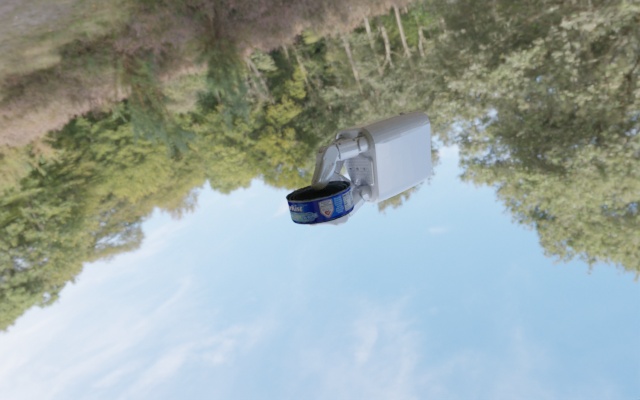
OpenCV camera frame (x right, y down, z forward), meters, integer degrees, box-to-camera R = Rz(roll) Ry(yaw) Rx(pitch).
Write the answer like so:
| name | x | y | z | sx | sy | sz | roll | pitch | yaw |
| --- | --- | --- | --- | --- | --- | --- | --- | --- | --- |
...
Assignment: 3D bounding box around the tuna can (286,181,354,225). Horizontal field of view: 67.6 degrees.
| name | x | y | z | sx | sy | sz | roll | pitch | yaw |
| --- | --- | --- | --- | --- | --- | --- | --- | --- | --- |
| tuna can | 0.000 | 0.003 | 0.620 | 0.086 | 0.034 | 0.086 | -12 | 14 | 3 |
